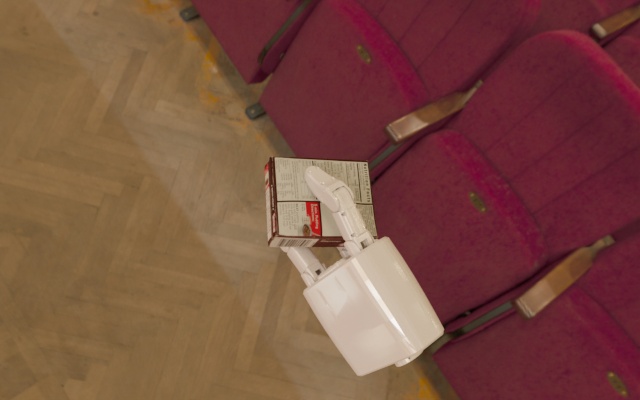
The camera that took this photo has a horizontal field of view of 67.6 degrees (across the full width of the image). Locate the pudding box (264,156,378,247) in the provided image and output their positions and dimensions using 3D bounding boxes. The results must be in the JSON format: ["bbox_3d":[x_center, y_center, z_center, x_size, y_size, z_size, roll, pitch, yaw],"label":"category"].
[{"bbox_3d":[0.000,0.002,0.504,0.113,0.090,0.039,2,-21,-20],"label":"pudding box"}]
